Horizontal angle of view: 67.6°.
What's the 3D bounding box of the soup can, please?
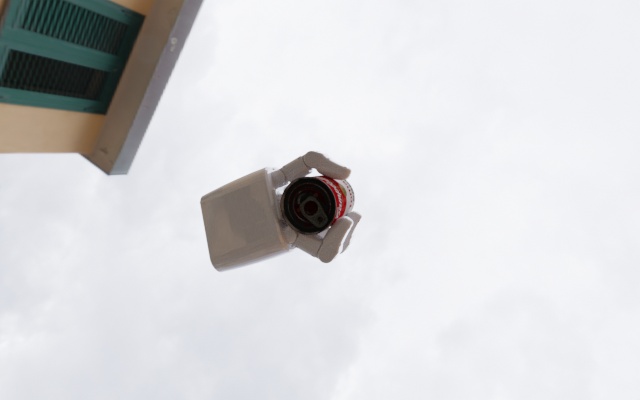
[{"bbox_3d":[0.001,0.002,0.594,0.068,0.068,0.102,0,5,17],"label":"soup can"}]
